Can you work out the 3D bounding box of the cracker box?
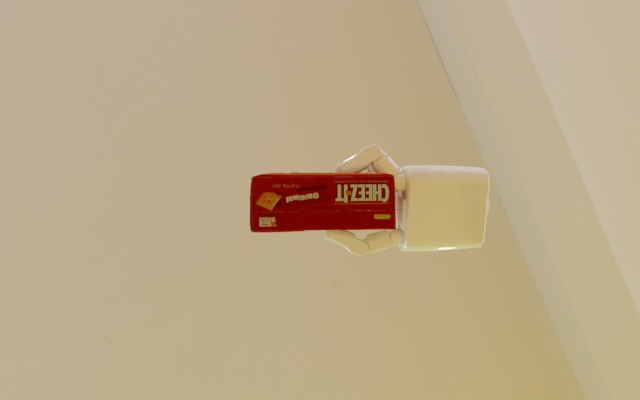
[{"bbox_3d":[0.000,0.002,0.632,0.164,0.072,0.213,-1,-1,-2],"label":"cracker box"}]
